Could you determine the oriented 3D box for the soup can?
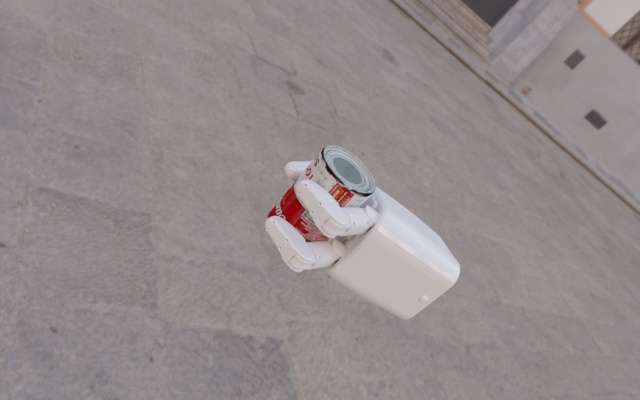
[{"bbox_3d":[0.000,0.001,0.492,0.068,0.068,0.102,0,-40,-49],"label":"soup can"}]
